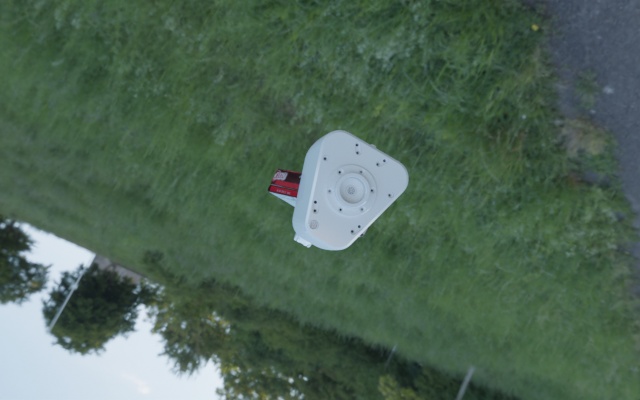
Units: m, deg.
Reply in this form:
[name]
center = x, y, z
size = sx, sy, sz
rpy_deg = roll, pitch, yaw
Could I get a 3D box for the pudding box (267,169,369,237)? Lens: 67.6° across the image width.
[pudding box]
center = 0.000, 0.002, 0.615
size = 0.113, 0.039, 0.090
rpy_deg = 34, -10, -33
